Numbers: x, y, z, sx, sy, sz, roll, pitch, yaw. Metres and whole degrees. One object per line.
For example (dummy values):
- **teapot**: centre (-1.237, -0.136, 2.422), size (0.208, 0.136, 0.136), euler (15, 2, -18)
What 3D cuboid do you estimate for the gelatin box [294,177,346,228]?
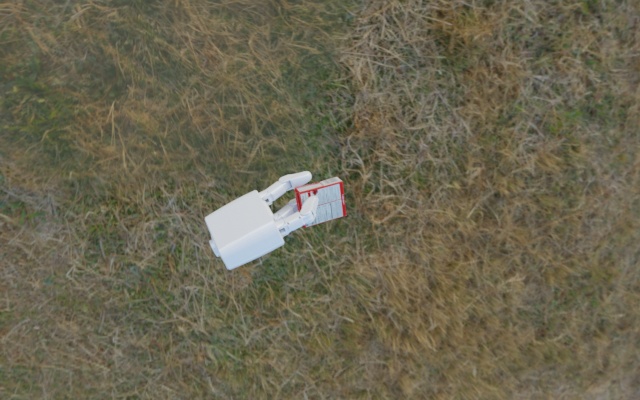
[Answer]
- **gelatin box**: centre (0.001, 0.003, 0.886), size (0.089, 0.073, 0.030), euler (-16, 27, -15)
